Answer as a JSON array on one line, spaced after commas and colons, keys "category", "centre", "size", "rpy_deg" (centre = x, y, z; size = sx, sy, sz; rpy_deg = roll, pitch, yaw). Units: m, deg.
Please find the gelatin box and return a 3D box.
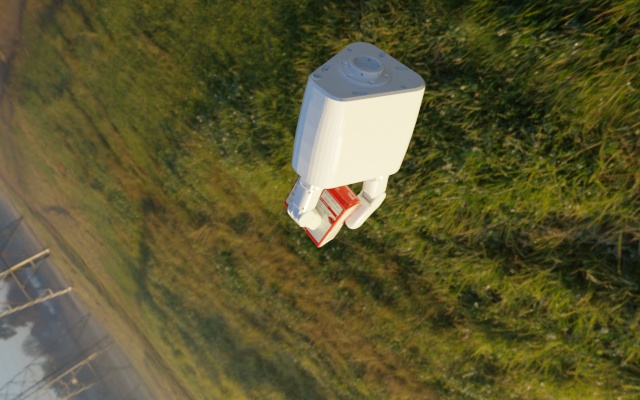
[{"category": "gelatin box", "centre": [0.000, 0.002, 0.569], "size": [0.030, 0.073, 0.089], "rpy_deg": [-28, -19, -37]}]
